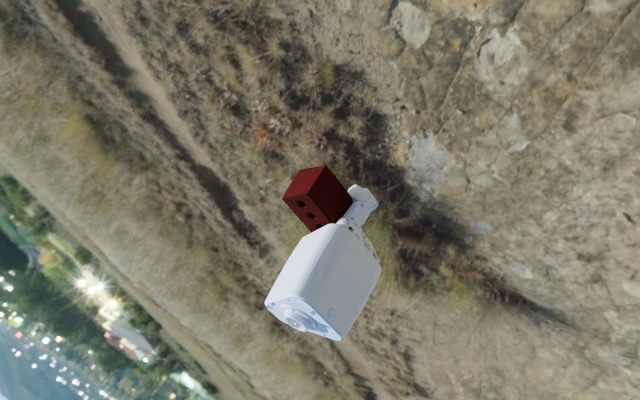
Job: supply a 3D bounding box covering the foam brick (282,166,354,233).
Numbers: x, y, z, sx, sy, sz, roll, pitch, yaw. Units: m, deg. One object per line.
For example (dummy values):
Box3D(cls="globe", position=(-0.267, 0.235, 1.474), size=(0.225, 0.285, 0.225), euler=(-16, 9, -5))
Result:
Box3D(cls="foam brick", position=(0.000, 0.002, 0.611), size=(0.053, 0.051, 0.078), euler=(-8, -50, 48))
